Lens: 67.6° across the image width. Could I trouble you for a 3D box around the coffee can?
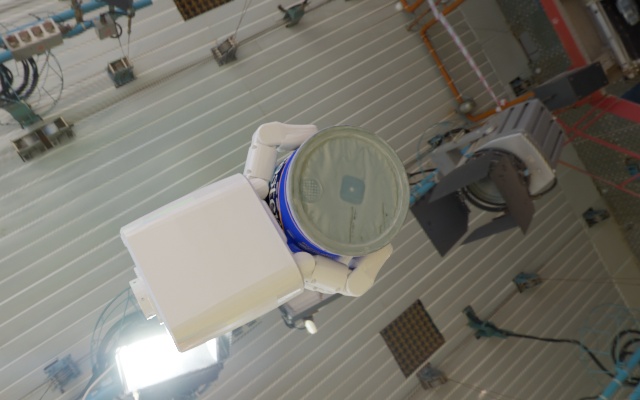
[{"bbox_3d":[0.000,0.001,0.429,0.103,0.103,0.140,0,-8,-21],"label":"coffee can"}]
